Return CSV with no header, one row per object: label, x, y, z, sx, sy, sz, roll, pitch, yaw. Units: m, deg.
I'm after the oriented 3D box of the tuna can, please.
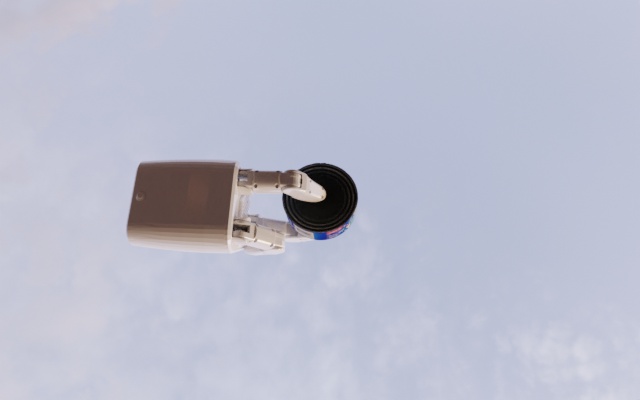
tuna can,0.000,0.002,0.552,0.086,0.086,0.034,0,-23,3
